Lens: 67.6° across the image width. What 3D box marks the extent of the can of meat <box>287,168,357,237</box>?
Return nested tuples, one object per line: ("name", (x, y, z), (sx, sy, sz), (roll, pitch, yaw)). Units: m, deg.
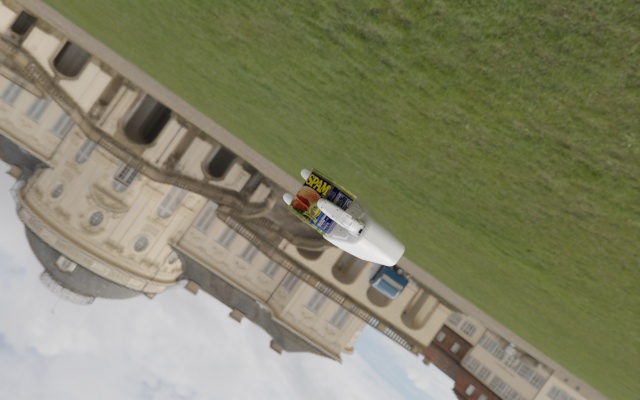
("can of meat", (0.000, 0.003, 0.815), (0.057, 0.084, 0.102), (34, 1, -37))
